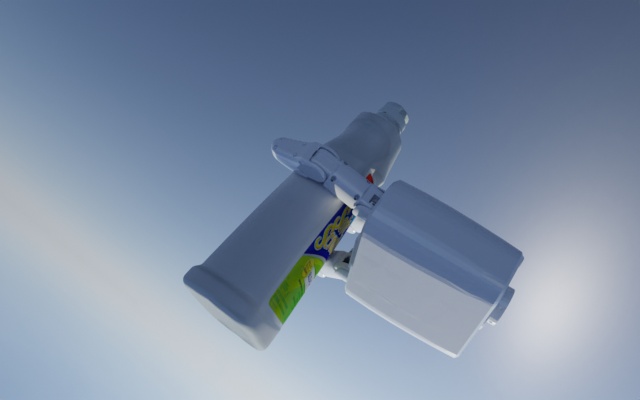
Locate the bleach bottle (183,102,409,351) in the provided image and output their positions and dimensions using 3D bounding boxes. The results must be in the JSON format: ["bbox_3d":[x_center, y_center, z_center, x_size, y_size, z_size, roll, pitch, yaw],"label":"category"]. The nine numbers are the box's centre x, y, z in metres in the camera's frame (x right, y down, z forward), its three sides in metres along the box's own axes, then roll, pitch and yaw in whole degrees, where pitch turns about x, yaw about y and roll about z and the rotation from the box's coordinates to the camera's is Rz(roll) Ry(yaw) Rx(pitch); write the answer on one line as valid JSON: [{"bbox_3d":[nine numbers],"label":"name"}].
[{"bbox_3d":[0.000,0.001,0.409,0.068,0.250,0.103,30,-23,20],"label":"bleach bottle"}]
